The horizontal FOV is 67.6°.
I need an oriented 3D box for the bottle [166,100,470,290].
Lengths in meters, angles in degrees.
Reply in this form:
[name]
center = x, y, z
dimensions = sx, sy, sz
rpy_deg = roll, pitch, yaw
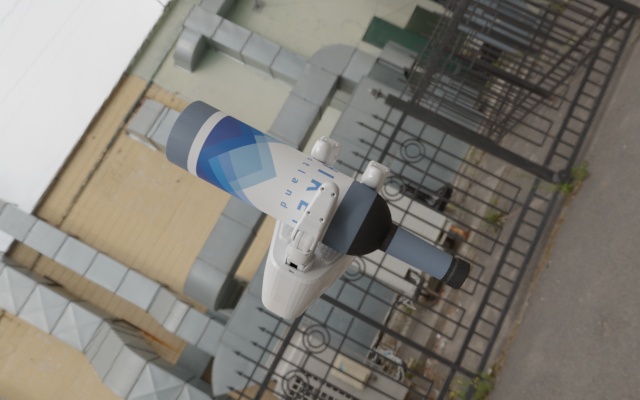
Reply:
[bottle]
center = 0.000, 0.001, 0.447
dimensions = 0.295, 0.069, 0.069
rpy_deg = 28, 3, 5
